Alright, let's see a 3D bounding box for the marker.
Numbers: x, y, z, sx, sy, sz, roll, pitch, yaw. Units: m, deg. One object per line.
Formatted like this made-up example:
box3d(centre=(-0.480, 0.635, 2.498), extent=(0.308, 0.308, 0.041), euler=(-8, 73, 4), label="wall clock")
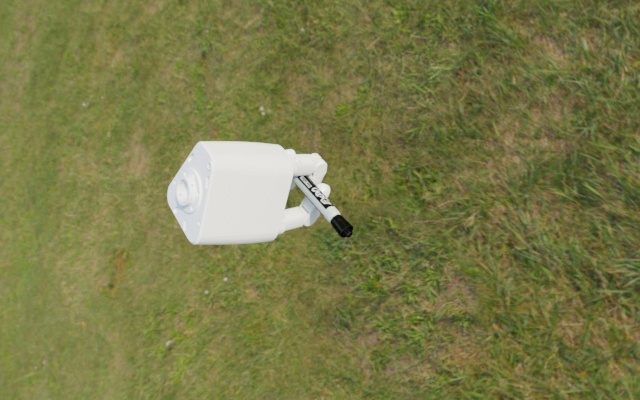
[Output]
box3d(centre=(0.000, 0.002, 0.575), extent=(0.020, 0.020, 0.121), euler=(0, 39, -44), label="marker")
